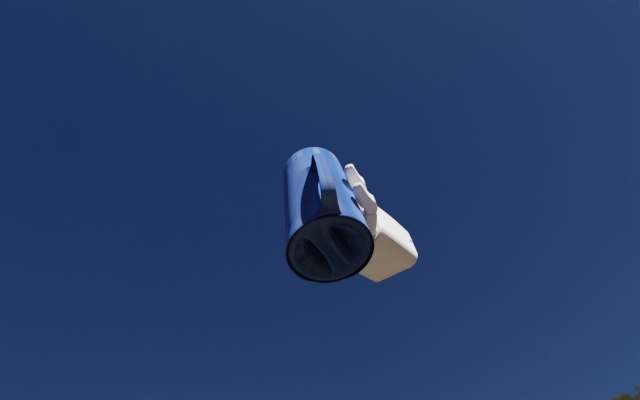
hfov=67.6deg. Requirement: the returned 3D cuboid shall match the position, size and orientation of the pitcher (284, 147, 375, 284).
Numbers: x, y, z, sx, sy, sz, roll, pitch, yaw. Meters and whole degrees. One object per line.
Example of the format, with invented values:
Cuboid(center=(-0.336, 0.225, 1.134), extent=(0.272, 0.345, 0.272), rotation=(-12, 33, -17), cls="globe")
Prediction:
Cuboid(center=(0.000, 0.003, 0.794), extent=(0.145, 0.149, 0.242), rotation=(34, 23, -28), cls="pitcher")
